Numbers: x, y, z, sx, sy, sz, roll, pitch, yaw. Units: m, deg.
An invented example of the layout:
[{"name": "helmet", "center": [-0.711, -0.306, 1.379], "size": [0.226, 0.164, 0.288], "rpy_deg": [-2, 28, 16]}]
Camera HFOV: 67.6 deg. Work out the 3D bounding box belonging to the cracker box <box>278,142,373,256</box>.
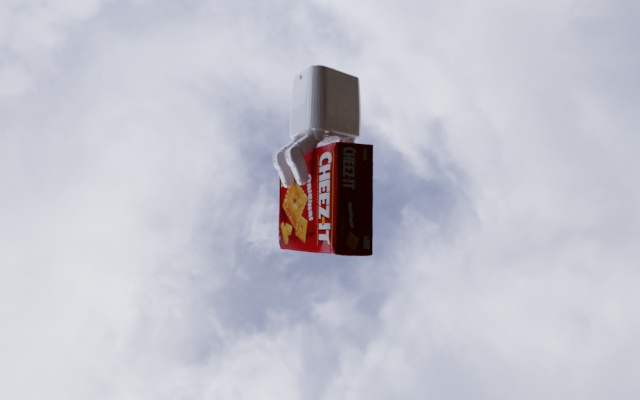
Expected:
[{"name": "cracker box", "center": [0.000, 0.003, 0.771], "size": [0.072, 0.164, 0.214], "rpy_deg": [2, -4, -26]}]
